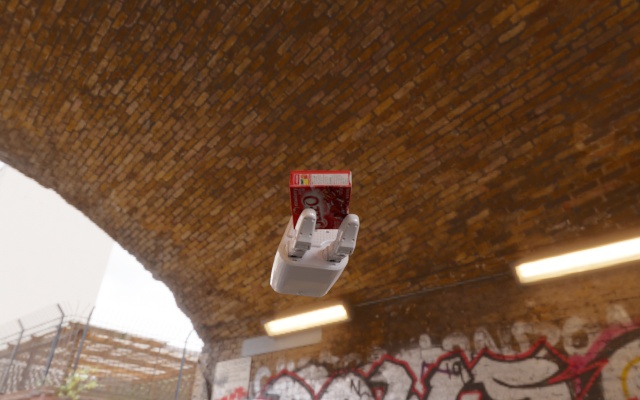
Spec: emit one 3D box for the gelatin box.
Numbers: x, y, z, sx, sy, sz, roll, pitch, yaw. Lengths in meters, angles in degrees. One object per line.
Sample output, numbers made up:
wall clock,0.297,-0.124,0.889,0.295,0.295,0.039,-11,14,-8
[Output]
gelatin box,0.000,0.001,0.595,0.073,0.030,0.089,0,-39,0
